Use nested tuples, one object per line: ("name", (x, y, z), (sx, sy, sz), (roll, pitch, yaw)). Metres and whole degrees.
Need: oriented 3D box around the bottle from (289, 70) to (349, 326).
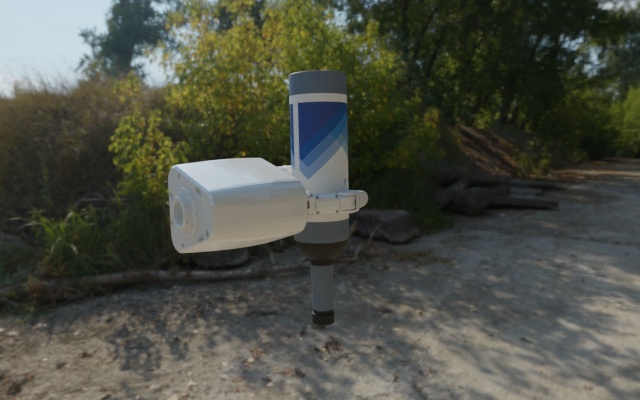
("bottle", (0.000, 0.002, 0.566), (0.069, 0.296, 0.069), (-1, 6, 0))
